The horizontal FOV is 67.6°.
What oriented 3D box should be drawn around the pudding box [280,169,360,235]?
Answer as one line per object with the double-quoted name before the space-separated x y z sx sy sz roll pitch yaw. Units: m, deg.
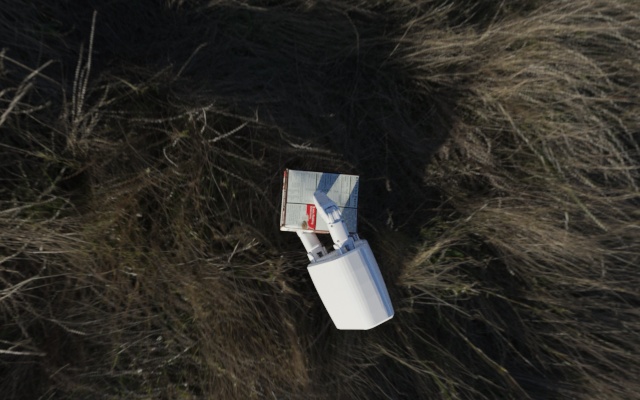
"pudding box" 0.000 0.002 0.704 0.113 0.090 0.039 5 -7 -11
